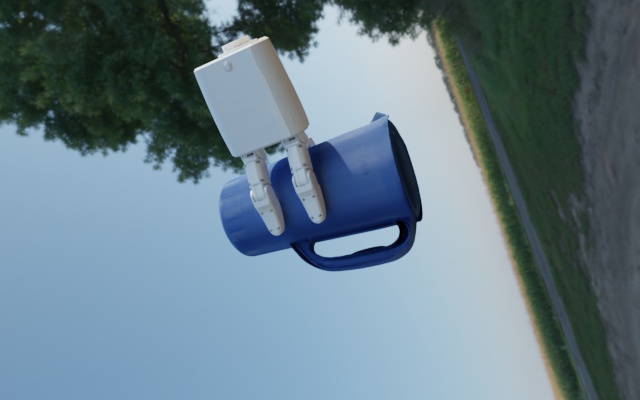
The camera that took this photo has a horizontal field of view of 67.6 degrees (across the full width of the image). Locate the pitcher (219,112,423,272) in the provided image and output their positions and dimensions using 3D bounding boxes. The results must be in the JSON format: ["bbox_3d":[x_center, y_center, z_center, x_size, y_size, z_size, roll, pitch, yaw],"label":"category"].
[{"bbox_3d":[0.000,0.002,0.600,0.243,0.145,0.149,-17,22,19],"label":"pitcher"}]
